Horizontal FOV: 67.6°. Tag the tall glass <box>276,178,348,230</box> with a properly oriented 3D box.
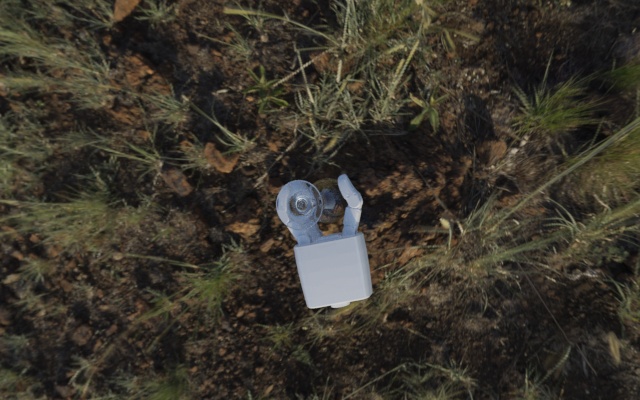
[{"bbox_3d":[0.000,0.002,0.796,0.079,0.079,0.201,0,3,19],"label":"tall glass"}]
